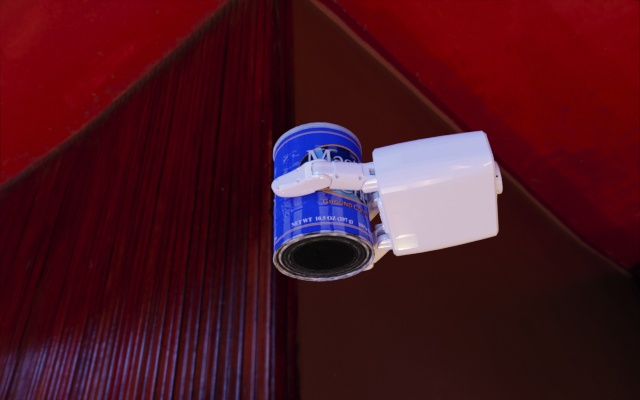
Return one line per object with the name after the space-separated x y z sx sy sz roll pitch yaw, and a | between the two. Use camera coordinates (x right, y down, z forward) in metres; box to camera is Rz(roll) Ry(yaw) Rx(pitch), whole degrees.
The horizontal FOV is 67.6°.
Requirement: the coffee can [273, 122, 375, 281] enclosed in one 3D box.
0.000 0.002 0.517 0.103 0.140 0.103 -2 -35 -2 | coffee can
